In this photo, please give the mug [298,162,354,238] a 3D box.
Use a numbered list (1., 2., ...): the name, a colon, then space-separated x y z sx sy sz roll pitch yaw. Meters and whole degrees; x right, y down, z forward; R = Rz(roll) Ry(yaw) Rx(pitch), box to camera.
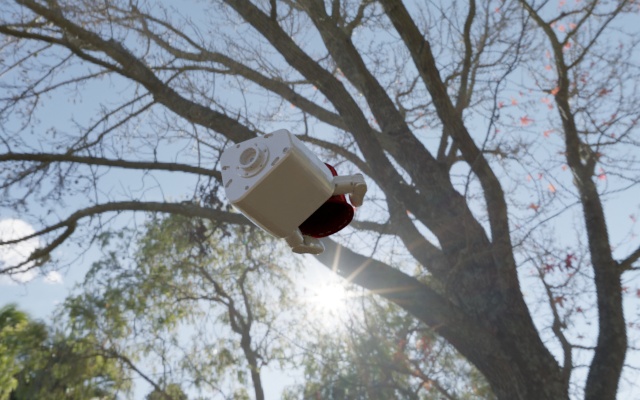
1. mug: 0.001 0.003 0.715 0.093 0.081 0.117 -27 -37 15
